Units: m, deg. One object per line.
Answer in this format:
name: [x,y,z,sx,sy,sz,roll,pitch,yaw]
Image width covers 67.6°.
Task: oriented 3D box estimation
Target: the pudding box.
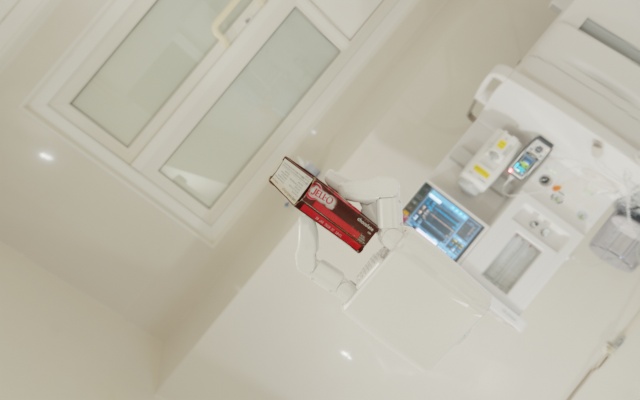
pudding box: [0.000,0.002,0.502,0.090,0.039,0.113,38,-1,-25]
